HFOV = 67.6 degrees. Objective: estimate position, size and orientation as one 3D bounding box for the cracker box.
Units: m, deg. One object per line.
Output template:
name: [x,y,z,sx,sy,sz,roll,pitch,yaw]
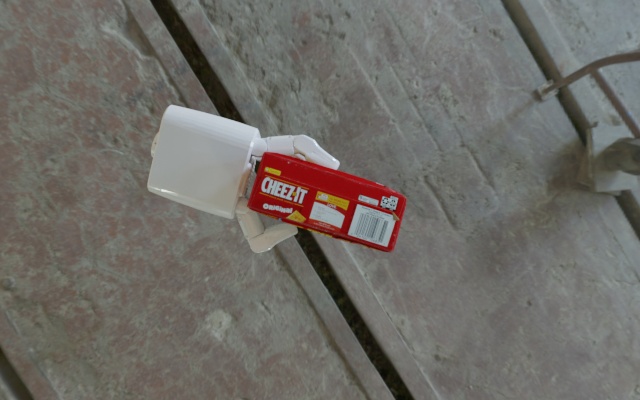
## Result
cracker box: [0.000,0.002,0.603,0.164,0.072,0.213,17,-2,-4]
